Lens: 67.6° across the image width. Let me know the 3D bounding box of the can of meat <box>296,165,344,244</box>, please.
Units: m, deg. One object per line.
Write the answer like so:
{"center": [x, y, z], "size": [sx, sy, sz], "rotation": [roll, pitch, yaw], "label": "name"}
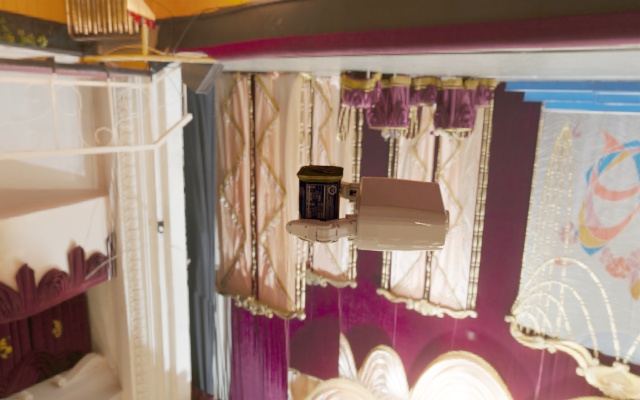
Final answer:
{"center": [0.000, 0.002, 0.617], "size": [0.057, 0.084, 0.102], "rotation": [2, 12, 3], "label": "can of meat"}
